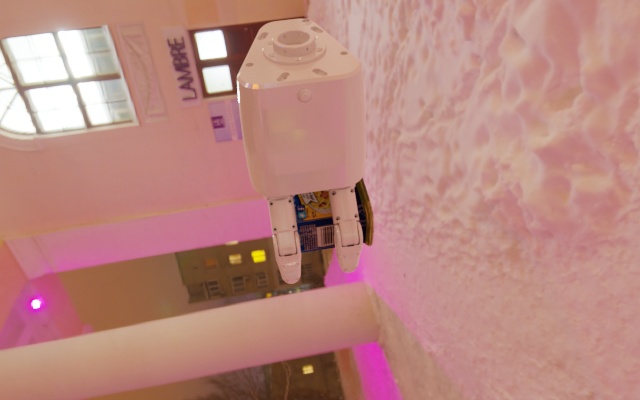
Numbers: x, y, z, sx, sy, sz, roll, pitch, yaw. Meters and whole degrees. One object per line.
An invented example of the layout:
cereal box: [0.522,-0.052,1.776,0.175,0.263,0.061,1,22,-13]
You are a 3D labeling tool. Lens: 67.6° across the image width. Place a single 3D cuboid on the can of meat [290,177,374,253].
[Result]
can of meat: [0.000,0.002,0.472,0.084,0.102,0.057,-8,-42,-5]
